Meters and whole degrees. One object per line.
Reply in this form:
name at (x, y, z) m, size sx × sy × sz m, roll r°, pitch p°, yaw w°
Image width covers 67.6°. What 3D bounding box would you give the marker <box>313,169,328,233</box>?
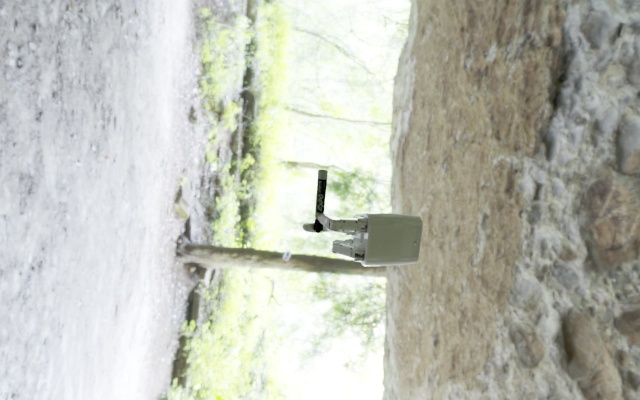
marker at (0.000, 0.003, 0.891) m, size 0.020 × 0.121 × 0.020 m, roll 4°, pitch 14°, yaw -1°
